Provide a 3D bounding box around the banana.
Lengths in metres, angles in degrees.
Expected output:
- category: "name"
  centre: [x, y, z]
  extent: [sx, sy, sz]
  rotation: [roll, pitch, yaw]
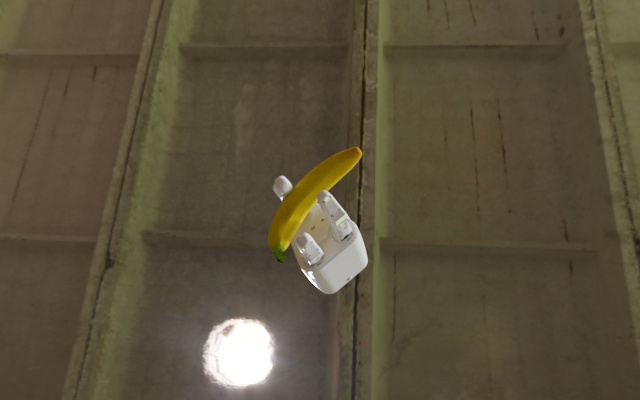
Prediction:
- category: "banana"
  centre: [-0.015, 0.001, 0.647]
  extent: [0.069, 0.197, 0.037]
  rotation: [15, -29, 41]
